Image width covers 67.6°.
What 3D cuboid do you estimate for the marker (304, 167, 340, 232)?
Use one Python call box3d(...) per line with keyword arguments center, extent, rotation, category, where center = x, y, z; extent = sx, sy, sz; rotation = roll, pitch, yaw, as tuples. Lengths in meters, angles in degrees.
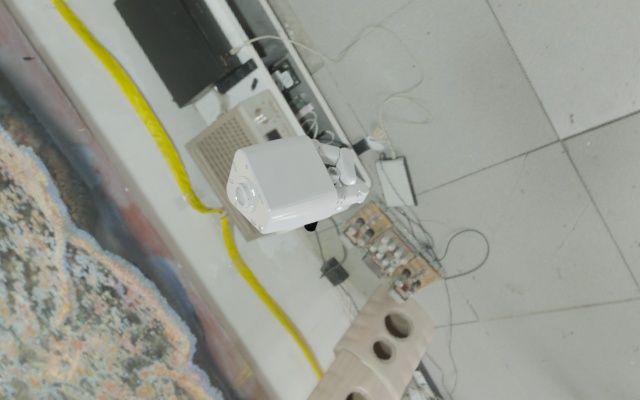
box3d(center=(0.000, 0.002, 0.683), extent=(0.020, 0.020, 0.121), rotation=(0, -43, -24), category="marker")
